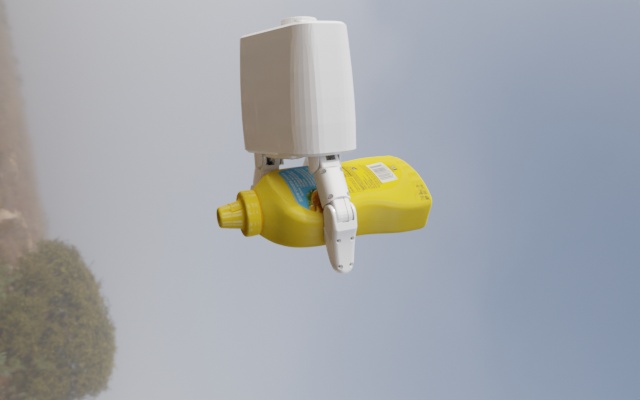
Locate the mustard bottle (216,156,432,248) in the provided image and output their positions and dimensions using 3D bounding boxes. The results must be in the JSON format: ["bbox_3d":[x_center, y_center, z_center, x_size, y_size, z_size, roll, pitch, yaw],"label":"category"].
[{"bbox_3d":[0.000,0.002,0.446,0.191,0.058,0.096,-8,37,-23],"label":"mustard bottle"}]
